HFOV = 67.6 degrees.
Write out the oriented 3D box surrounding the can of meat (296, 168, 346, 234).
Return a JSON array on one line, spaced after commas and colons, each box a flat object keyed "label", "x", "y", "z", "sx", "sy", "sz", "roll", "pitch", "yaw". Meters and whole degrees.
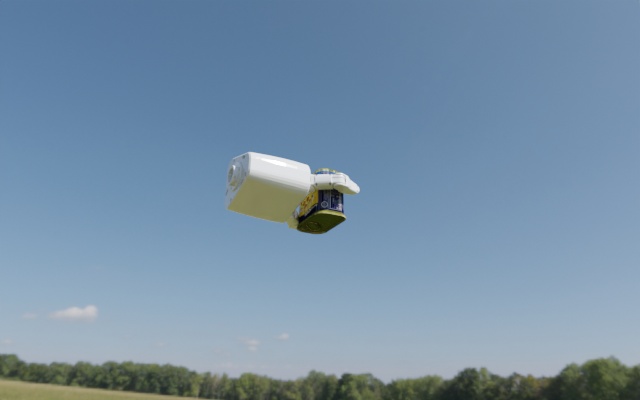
[{"label": "can of meat", "x": 0.000, "y": 0.002, "z": 0.829, "sx": 0.057, "sy": 0.084, "sz": 0.102, "roll": 11, "pitch": -26, "yaw": -25}]
